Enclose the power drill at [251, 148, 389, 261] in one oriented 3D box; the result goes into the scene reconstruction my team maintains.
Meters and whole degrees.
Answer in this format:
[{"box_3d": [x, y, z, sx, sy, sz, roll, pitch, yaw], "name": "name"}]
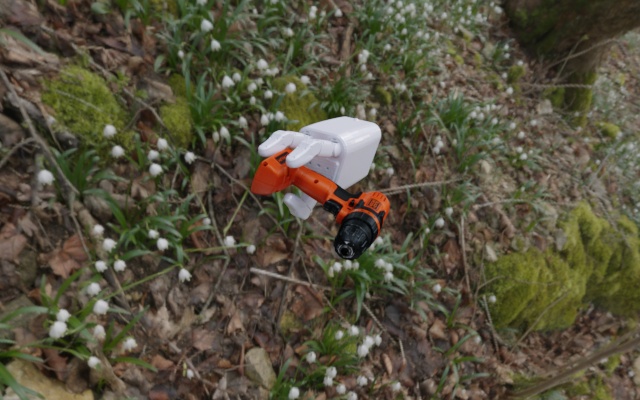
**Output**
[{"box_3d": [0.000, 0.002, 0.673, 0.187, 0.057, 0.184, 30, 24, 8], "name": "power drill"}]
